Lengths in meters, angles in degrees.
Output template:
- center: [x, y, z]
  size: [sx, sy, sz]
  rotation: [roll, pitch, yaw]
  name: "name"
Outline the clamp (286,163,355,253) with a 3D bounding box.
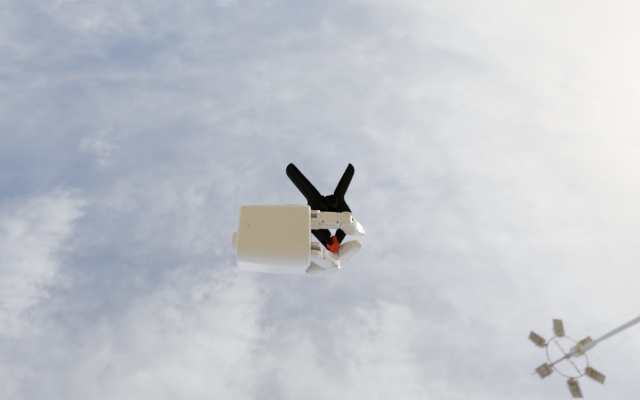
- center: [0.000, 0.003, 0.788]
  size: [0.120, 0.171, 0.039]
  rotation: [3, -35, -4]
  name: "clamp"
